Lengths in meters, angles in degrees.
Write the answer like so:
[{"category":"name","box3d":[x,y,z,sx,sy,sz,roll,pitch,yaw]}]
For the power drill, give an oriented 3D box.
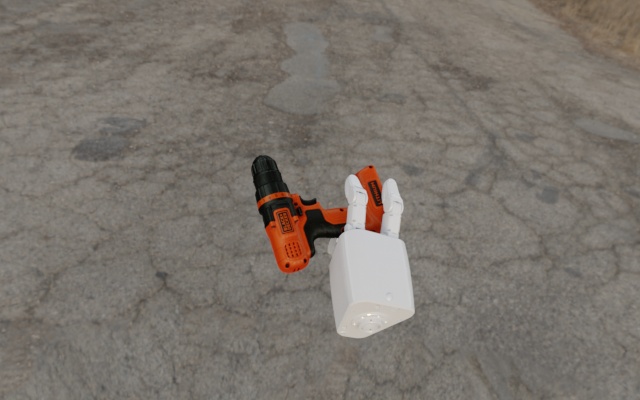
[{"category":"power drill","box3d":[0.001,0.002,0.714,0.187,0.184,0.057,-13,-19,-16]}]
